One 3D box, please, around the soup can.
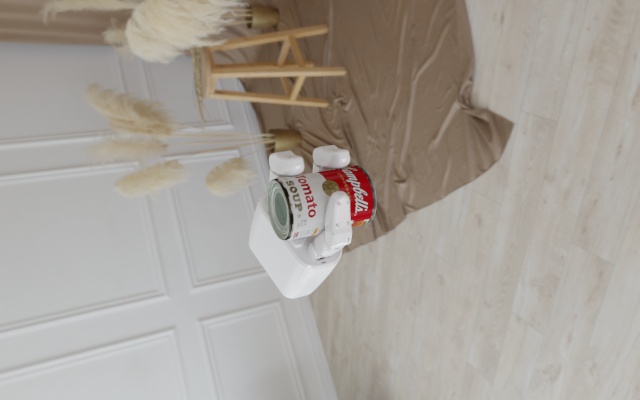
[{"bbox_3d":[0.000,0.002,0.520,0.102,0.068,0.068,-10,4,-25],"label":"soup can"}]
